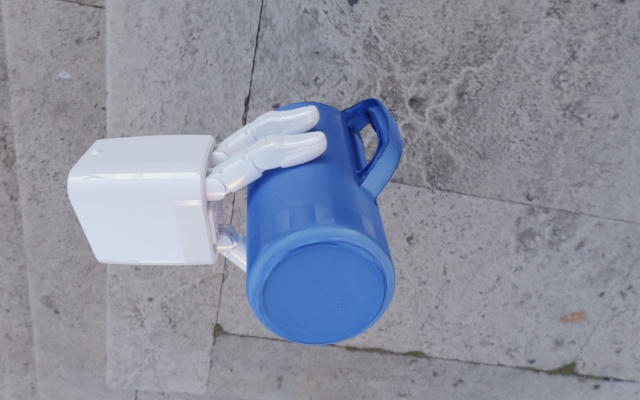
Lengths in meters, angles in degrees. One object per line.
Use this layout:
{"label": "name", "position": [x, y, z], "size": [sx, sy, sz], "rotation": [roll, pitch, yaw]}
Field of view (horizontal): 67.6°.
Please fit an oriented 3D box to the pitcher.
{"label": "pitcher", "position": [0.000, 0.001, 0.435], "size": [0.145, 0.149, 0.242], "rotation": [1, 29, -6]}
